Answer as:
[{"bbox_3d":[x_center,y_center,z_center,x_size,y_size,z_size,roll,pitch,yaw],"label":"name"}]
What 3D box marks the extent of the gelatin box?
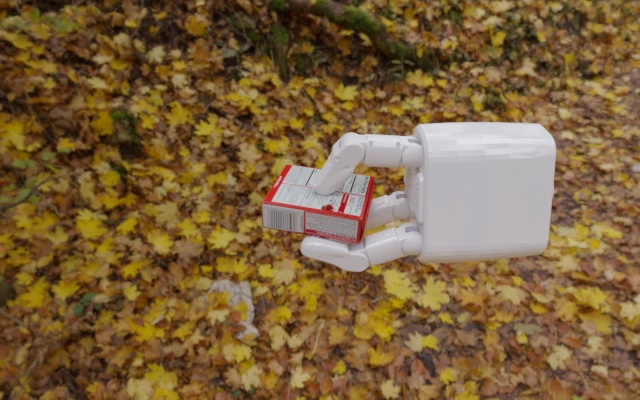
[{"bbox_3d":[0.000,0.001,0.430,0.089,0.030,0.073,9,33,9],"label":"gelatin box"}]
